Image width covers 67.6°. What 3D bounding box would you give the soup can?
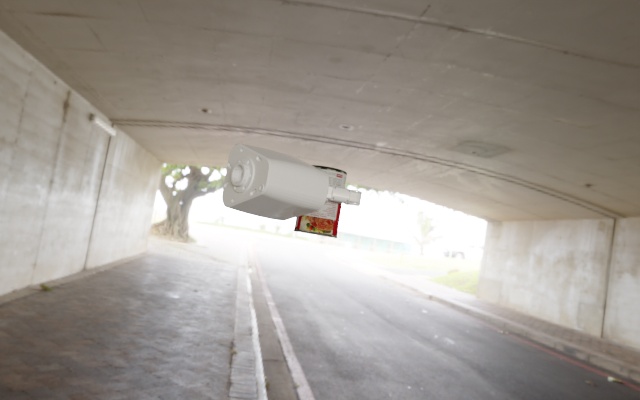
[{"bbox_3d":[0.001,0.002,0.729,0.068,0.102,0.068,9,-4,1],"label":"soup can"}]
